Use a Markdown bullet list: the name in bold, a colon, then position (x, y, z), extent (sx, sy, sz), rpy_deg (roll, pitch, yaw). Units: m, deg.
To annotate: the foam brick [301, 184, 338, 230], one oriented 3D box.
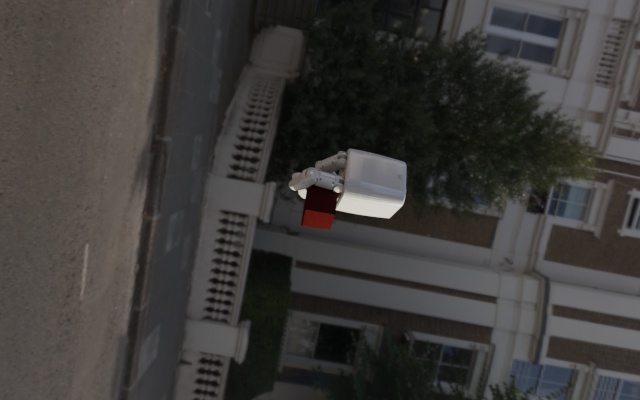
- **foam brick**: position (0.000, 0.003, 0.815), extent (0.051, 0.078, 0.053), rpy_deg (12, -35, -5)
